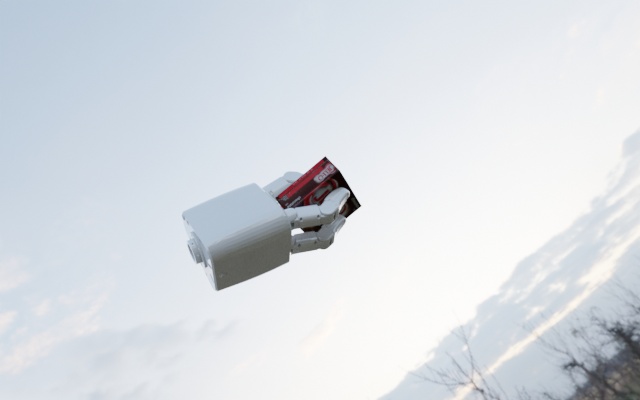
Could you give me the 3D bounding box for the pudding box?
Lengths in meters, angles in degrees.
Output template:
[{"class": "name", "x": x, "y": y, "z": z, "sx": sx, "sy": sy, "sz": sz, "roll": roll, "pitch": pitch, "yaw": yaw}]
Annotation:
[{"class": "pudding box", "x": 0.000, "y": 0.002, "z": 0.665, "sx": 0.090, "sy": 0.039, "sz": 0.113, "roll": -39, "pitch": -31, "yaw": 0}]
